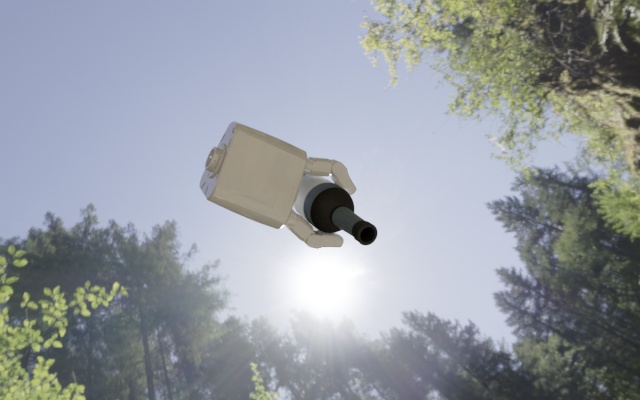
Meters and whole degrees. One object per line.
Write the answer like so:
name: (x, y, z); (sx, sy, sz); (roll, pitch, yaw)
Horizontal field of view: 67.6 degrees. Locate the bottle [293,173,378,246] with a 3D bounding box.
bottle: (0.000, 0.002, 0.689); (0.069, 0.069, 0.295); (0, 15, -23)
